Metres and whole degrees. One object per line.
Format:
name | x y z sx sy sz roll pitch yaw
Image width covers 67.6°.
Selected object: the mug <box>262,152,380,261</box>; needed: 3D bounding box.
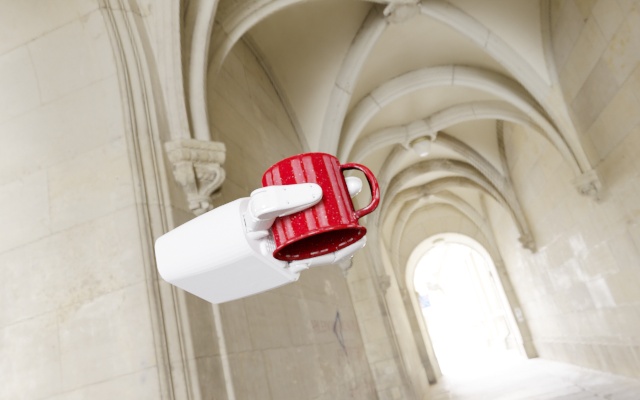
mug | 0.001 0.001 0.462 0.117 0.081 0.093 -22 -20 18
